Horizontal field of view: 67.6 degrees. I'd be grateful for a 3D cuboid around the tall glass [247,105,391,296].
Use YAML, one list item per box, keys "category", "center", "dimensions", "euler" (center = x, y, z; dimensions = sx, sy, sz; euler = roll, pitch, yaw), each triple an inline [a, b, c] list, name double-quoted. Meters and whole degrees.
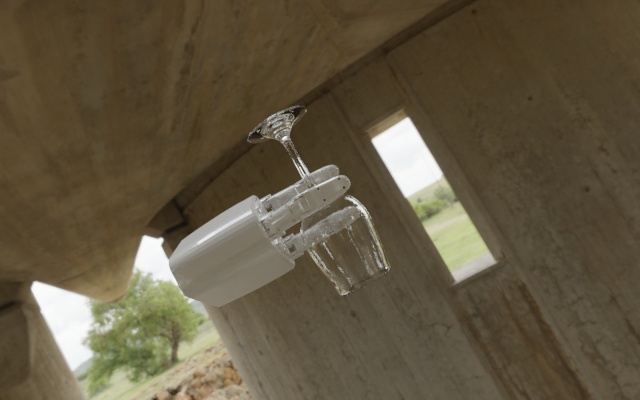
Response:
- category: "tall glass"
  center: [0.000, 0.001, 0.521]
  dimensions: [0.079, 0.201, 0.079]
  euler: [-30, -5, -3]
